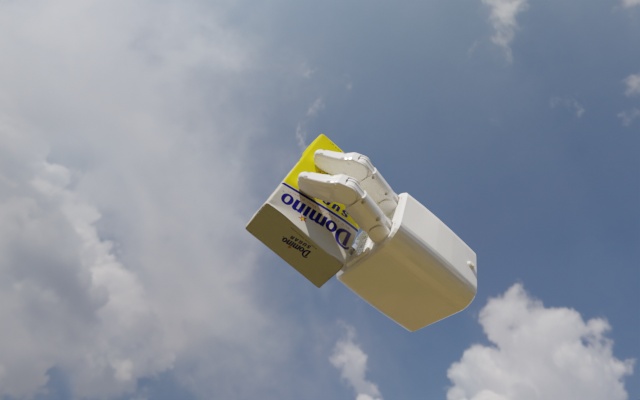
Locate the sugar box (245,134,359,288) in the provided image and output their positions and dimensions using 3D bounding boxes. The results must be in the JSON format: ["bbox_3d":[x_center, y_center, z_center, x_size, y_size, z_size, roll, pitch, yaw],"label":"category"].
[{"bbox_3d":[0.001,0.001,0.503,0.048,0.093,0.176,-47,7,30],"label":"sugar box"}]
